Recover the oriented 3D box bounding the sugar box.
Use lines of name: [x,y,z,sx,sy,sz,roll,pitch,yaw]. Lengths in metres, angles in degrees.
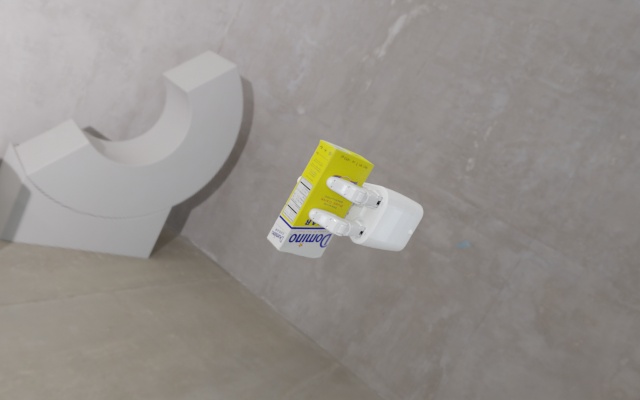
sugar box: [0.001,0.003,0.731,0.093,0.176,0.048,17,15,-44]
